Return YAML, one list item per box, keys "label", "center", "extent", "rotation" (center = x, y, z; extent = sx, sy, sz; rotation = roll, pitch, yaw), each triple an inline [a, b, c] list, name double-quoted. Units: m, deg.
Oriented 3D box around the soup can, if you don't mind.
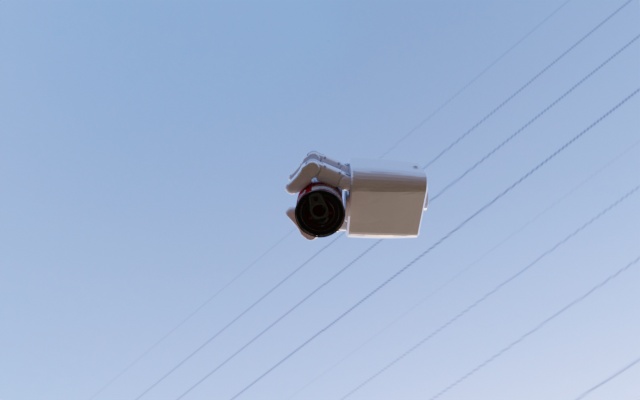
- label: "soup can"
  center: [0.000, 0.002, 0.682]
  extent: [0.068, 0.068, 0.102]
  rotation: [0, 19, 1]
